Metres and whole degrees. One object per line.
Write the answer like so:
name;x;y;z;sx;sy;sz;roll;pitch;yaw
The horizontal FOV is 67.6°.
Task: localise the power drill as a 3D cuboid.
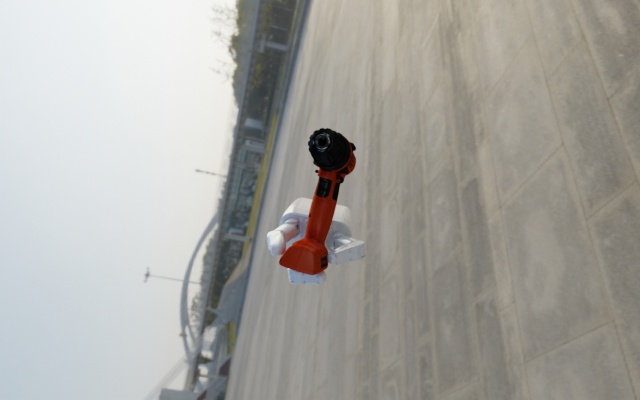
power drill;0.000;0.003;0.641;0.057;0.187;0.184;17;0;12
